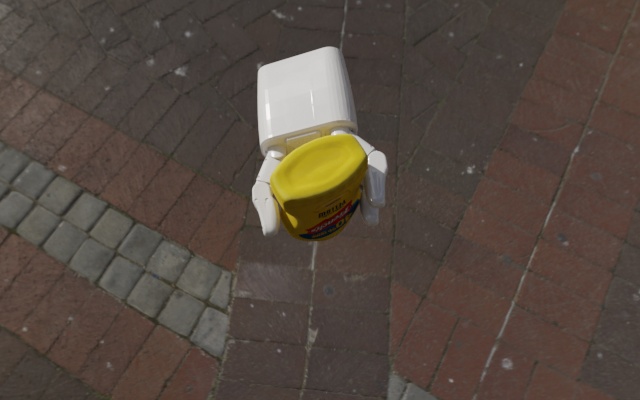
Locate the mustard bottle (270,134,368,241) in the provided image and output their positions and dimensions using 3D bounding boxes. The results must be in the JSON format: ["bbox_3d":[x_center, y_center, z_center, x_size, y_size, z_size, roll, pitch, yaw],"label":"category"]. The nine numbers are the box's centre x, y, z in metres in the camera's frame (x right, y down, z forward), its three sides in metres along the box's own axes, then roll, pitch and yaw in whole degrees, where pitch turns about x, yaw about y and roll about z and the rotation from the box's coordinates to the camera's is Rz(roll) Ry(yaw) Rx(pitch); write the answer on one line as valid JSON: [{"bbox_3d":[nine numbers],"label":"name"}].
[{"bbox_3d":[0.000,0.002,0.536,0.096,0.058,0.192,-30,-19,-11],"label":"mustard bottle"}]
